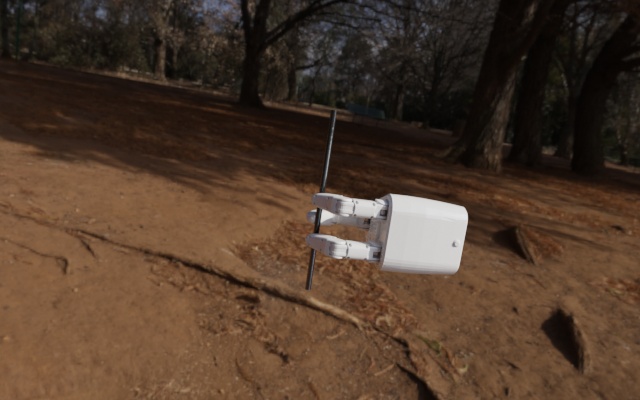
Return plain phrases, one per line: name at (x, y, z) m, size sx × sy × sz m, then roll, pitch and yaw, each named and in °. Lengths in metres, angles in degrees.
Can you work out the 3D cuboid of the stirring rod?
stirring rod at (0.000, 0.002, 0.630) m, size 0.011 × 0.239 × 0.011 m, roll 8°, pitch 8°, yaw -1°
